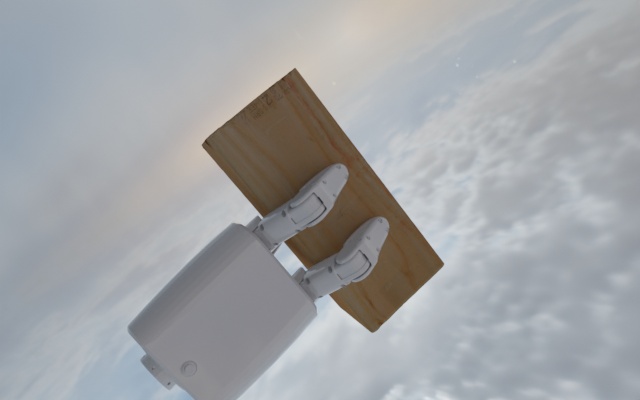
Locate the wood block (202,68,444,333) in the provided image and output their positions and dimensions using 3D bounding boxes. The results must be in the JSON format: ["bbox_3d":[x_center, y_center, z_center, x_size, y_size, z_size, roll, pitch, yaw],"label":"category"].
[{"bbox_3d":[0.000,0.002,0.420,0.090,0.206,0.091,-41,14,-11],"label":"wood block"}]
